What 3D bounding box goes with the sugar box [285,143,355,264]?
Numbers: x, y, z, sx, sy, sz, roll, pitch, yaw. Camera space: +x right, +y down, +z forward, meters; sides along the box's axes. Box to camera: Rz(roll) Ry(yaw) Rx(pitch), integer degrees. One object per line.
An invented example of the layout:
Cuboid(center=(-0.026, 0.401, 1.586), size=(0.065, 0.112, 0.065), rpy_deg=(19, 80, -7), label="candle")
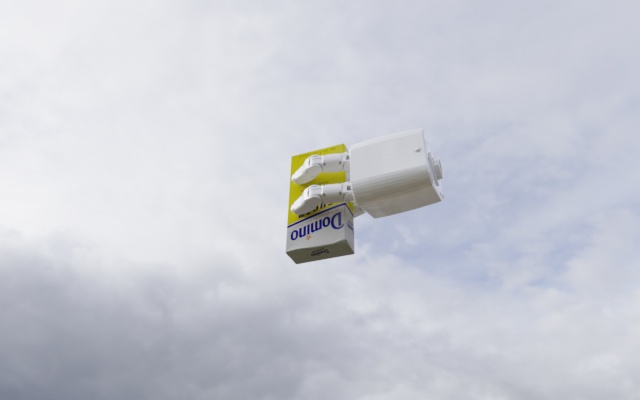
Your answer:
Cuboid(center=(0.000, 0.002, 0.712), size=(0.093, 0.176, 0.048), rpy_deg=(-13, -39, 18), label="sugar box")
